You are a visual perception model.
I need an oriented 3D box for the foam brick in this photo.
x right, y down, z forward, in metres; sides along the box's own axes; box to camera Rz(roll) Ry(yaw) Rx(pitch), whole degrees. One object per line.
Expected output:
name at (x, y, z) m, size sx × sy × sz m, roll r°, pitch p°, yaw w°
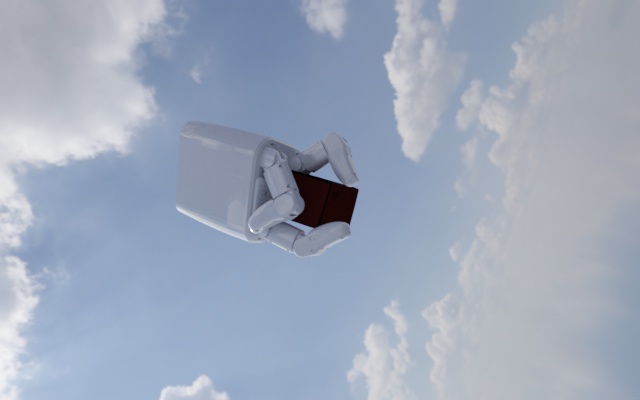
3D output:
foam brick at (0.000, 0.002, 0.519) m, size 0.051 × 0.053 × 0.078 m, roll 17°, pitch 2°, yaw 26°
